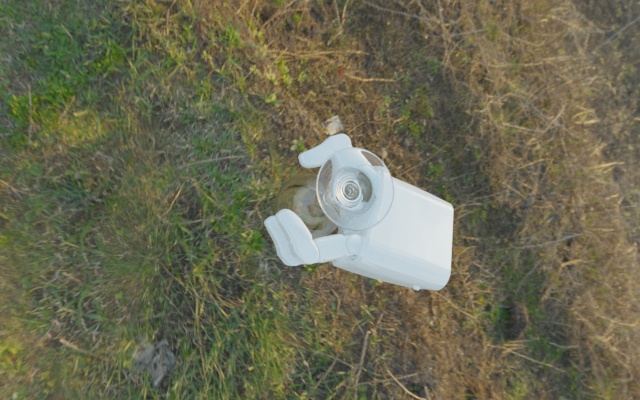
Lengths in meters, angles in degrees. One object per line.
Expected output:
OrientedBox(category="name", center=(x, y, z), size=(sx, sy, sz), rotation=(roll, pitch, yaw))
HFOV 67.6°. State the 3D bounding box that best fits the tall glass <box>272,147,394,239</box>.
OrientedBox(category="tall glass", center=(0.000, 0.001, 0.512), size=(0.079, 0.079, 0.201), rotation=(0, -7, -19))
